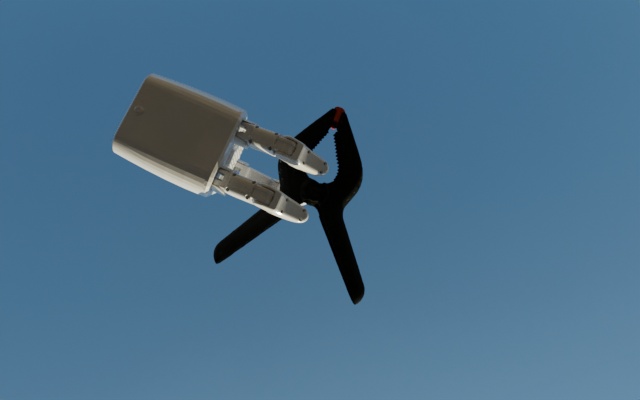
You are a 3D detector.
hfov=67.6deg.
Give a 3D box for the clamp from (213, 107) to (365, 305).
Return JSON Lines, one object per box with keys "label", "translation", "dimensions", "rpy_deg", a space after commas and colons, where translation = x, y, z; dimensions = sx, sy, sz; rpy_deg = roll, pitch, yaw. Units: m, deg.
{"label": "clamp", "translation": [0.000, 0.001, 0.523], "dimensions": [0.164, 0.210, 0.036], "rpy_deg": [24, -12, -5]}
